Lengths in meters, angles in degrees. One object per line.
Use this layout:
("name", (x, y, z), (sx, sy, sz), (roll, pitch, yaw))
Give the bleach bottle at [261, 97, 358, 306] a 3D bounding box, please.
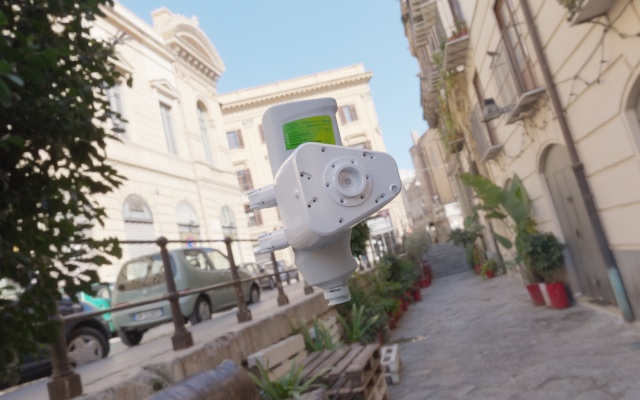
("bleach bottle", (0.000, 0.002, 0.599), (0.102, 0.251, 0.068), (-12, -9, -17))
